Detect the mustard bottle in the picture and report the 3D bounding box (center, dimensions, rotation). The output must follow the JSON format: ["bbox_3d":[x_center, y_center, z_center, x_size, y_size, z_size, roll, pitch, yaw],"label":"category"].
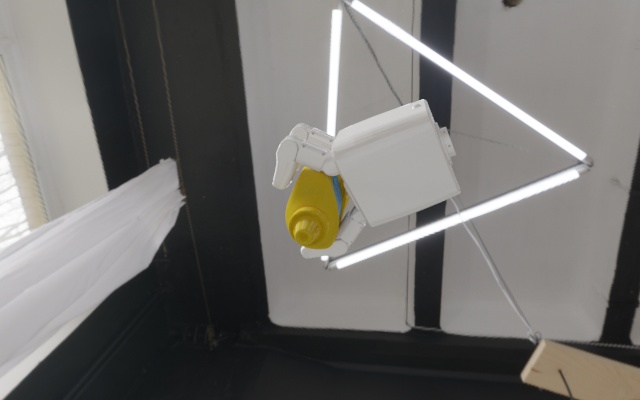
[{"bbox_3d":[0.000,0.002,0.550,0.058,0.096,0.191,3,22,9],"label":"mustard bottle"}]
